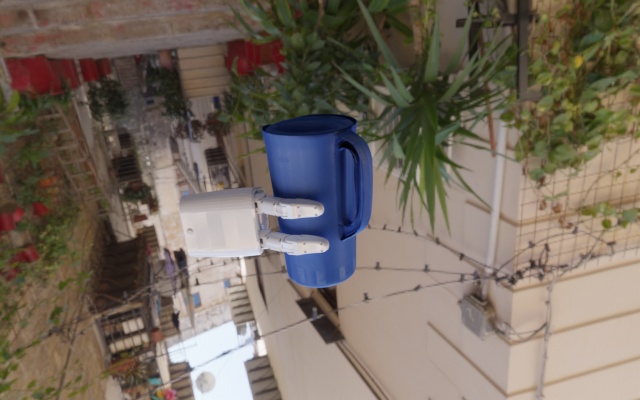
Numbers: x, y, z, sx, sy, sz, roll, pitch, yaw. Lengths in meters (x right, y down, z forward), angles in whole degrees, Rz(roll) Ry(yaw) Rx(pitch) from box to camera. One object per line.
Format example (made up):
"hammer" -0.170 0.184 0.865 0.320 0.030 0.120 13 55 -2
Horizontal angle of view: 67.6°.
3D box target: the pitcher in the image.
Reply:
"pitcher" 0.000 0.002 0.694 0.145 0.243 0.149 -5 21 2
